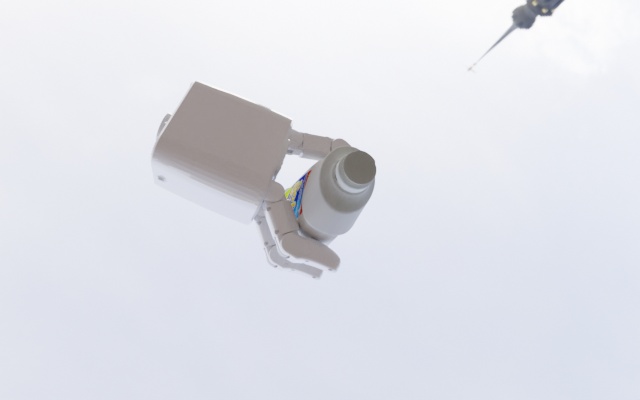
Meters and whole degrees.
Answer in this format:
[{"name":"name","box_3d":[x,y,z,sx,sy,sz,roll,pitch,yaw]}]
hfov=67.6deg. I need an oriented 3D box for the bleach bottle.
[{"name":"bleach bottle","box_3d":[0.000,0.002,0.490,0.068,0.102,0.251,23,-21,-9]}]
